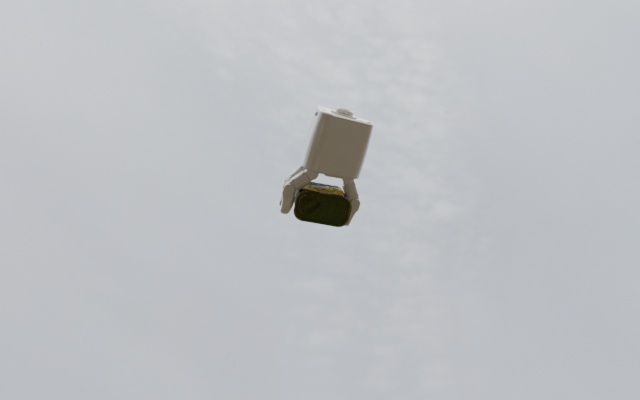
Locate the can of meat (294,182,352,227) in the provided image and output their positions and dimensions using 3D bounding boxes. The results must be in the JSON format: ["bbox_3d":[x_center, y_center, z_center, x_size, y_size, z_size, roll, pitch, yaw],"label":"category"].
[{"bbox_3d":[0.000,0.003,0.886,0.102,0.057,0.084,10,17,-9],"label":"can of meat"}]
